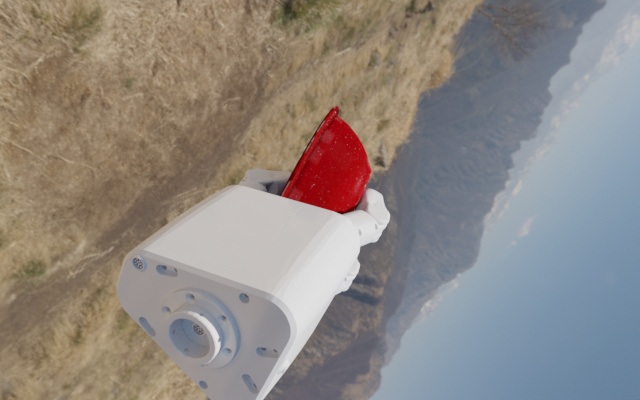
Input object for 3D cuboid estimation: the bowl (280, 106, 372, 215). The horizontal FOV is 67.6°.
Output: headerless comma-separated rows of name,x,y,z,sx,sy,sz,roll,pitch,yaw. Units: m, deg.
bowl,0.001,0.001,0.422,0.055,0.162,0.162,27,0,1
